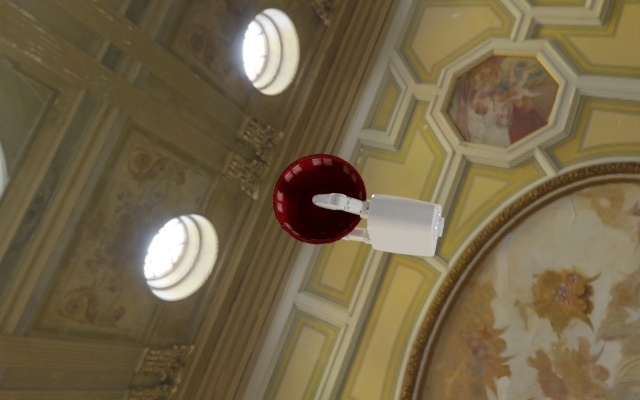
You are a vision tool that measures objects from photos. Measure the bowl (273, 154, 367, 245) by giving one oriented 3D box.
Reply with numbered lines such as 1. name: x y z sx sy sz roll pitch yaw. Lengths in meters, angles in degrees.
1. bowl: -0.001 0.002 0.837 0.162 0.162 0.055 0 -16 5
